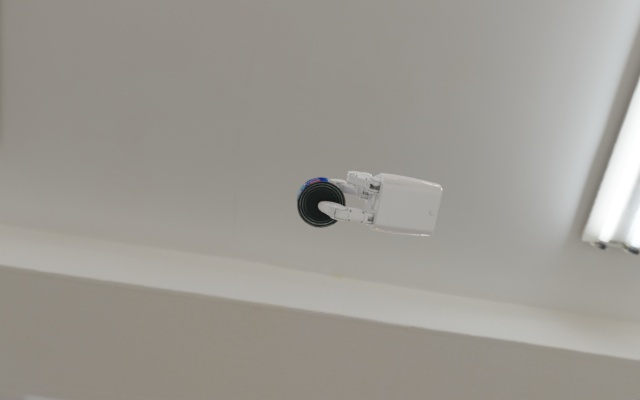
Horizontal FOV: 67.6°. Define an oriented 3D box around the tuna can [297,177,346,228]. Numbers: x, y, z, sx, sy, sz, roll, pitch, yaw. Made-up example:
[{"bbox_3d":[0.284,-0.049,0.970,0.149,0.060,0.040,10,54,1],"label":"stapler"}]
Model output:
[{"bbox_3d":[0.000,0.003,0.849,0.086,0.086,0.033,0,17,-7],"label":"tuna can"}]
